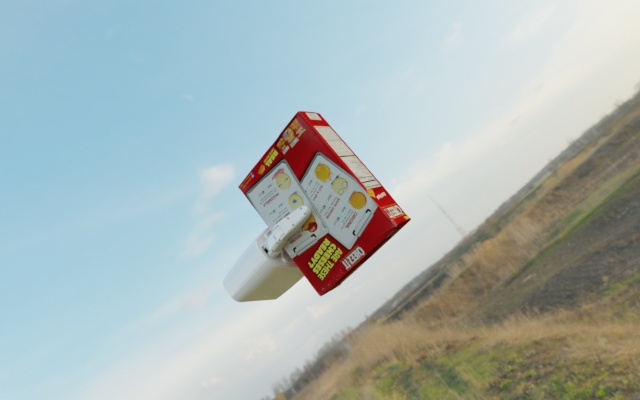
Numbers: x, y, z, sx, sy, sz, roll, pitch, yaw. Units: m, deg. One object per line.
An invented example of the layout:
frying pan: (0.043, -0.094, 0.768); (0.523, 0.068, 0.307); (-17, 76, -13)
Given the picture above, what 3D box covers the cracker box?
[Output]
cracker box: (0.000, 0.002, 0.698); (0.164, 0.213, 0.072); (-47, -16, 28)
